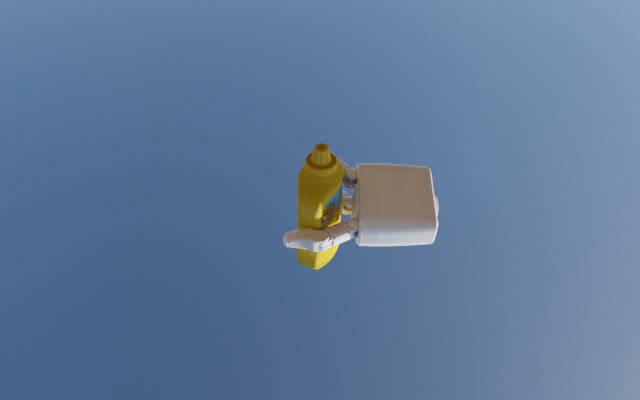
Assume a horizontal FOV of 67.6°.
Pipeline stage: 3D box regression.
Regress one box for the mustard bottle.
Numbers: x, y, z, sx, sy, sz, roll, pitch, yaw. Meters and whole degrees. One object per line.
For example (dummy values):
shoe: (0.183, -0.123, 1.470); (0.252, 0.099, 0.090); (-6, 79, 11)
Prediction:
mustard bottle: (0.000, 0.002, 0.660); (0.058, 0.192, 0.096); (18, 47, 16)
